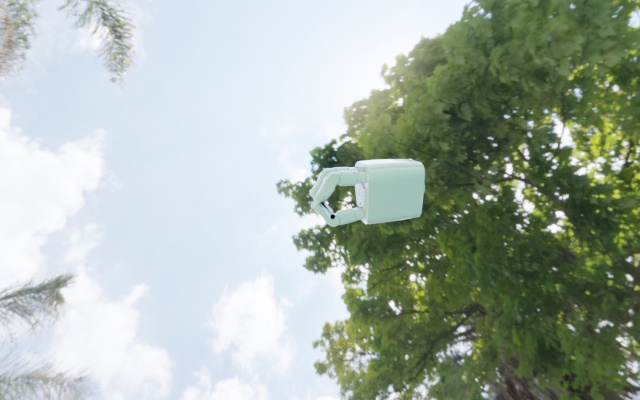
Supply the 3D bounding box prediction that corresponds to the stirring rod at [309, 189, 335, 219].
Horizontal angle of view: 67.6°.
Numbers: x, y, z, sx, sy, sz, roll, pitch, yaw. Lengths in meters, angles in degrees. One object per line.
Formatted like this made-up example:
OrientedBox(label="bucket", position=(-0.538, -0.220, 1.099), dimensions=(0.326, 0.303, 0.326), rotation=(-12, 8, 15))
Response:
OrientedBox(label="stirring rod", position=(0.000, 0.003, 0.839), dimensions=(0.011, 0.011, 0.239), rotation=(0, 10, -9))
